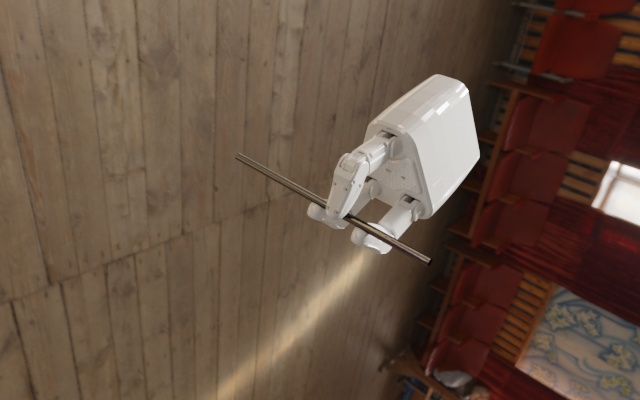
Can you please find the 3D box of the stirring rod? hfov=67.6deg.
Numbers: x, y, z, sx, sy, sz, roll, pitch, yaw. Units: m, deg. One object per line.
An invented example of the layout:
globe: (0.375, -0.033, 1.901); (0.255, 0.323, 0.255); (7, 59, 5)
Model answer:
stirring rod: (0.000, 0.001, 0.453); (0.239, 0.011, 0.011); (29, 16, 32)
